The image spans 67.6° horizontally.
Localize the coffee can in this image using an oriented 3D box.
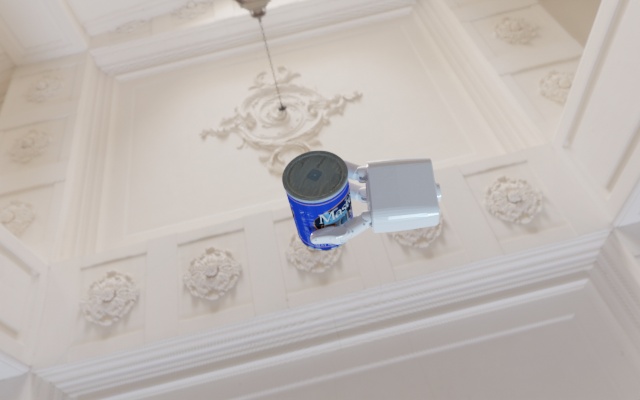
[{"bbox_3d":[0.000,0.003,0.785,0.103,0.102,0.140,0,-38,9],"label":"coffee can"}]
